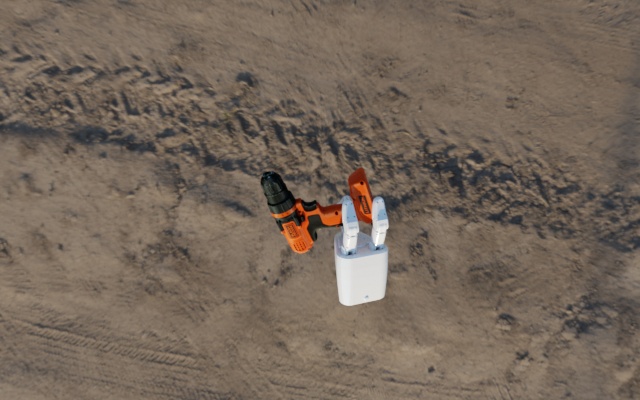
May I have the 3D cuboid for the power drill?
[{"bbox_3d":[0.001,0.003,0.879,0.187,0.184,0.057,-16,35,12],"label":"power drill"}]
